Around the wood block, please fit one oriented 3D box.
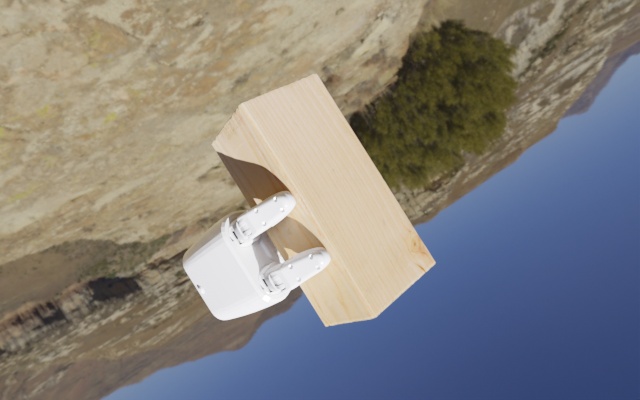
[{"bbox_3d":[0.000,0.002,0.447,0.090,0.206,0.090,-32,0,-34],"label":"wood block"}]
